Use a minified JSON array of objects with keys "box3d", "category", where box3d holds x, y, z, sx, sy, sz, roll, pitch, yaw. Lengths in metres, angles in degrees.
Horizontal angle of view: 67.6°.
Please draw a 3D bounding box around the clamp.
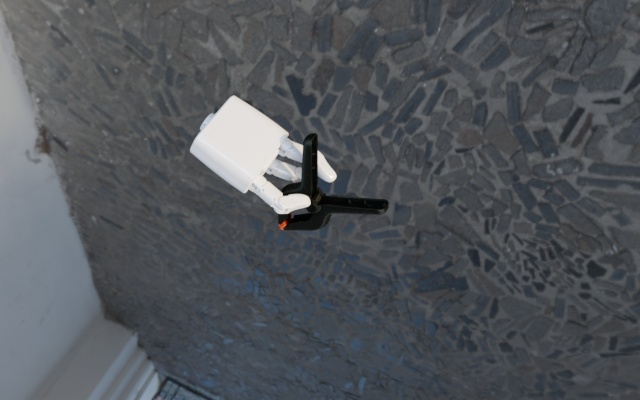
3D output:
[{"box3d":[-0.001,0.003,0.773,0.210,0.164,0.036,-46,7,47],"category":"clamp"}]
